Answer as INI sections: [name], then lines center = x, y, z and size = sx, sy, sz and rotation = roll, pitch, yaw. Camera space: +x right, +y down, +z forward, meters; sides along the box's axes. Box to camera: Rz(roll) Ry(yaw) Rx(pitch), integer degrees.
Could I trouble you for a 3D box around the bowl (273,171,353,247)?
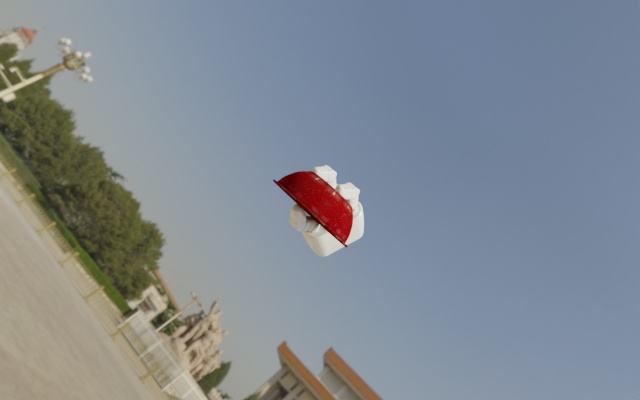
[bowl]
center = 0.000, 0.002, 0.770
size = 0.162, 0.055, 0.162
rotation = 42, -3, 2
